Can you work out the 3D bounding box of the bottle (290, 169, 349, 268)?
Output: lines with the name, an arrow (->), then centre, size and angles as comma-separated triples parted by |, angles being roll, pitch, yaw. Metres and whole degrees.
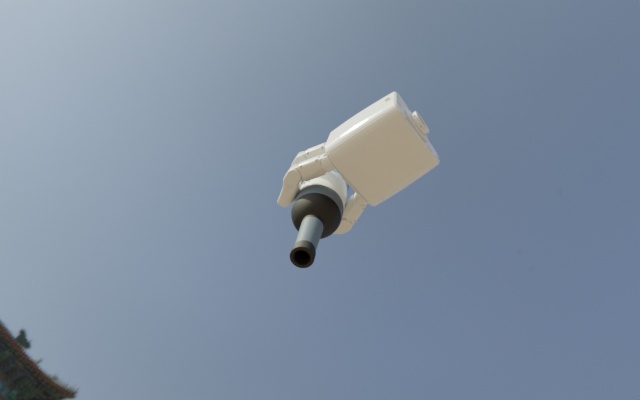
bottle -> 0.000, 0.002, 0.650 | 0.069, 0.069, 0.295 | 0, 24, 9
